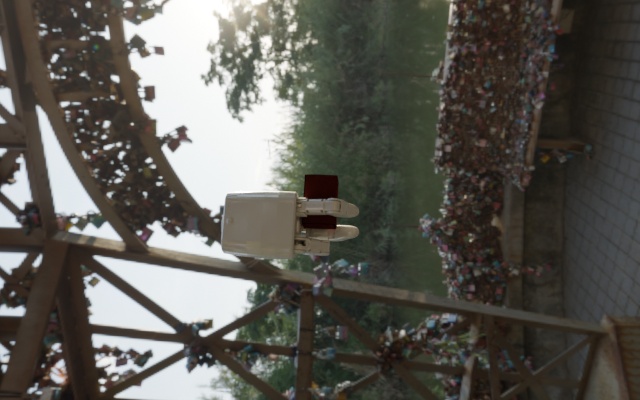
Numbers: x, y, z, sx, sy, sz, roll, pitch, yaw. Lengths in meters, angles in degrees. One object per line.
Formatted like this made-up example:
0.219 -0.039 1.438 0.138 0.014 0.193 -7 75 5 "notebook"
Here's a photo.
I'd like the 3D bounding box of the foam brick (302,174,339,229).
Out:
0.000 0.002 0.734 0.051 0.078 0.053 2 -11 4 "foam brick"
